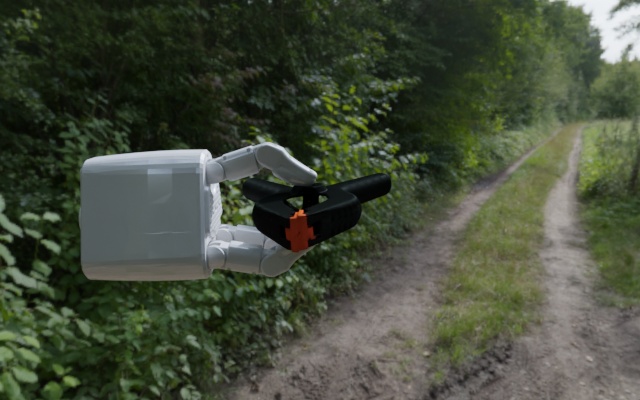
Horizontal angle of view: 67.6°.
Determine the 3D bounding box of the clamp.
[{"bbox_3d":[0.000,0.001,0.448,0.164,0.036,0.210,-4,12,-2],"label":"clamp"}]
